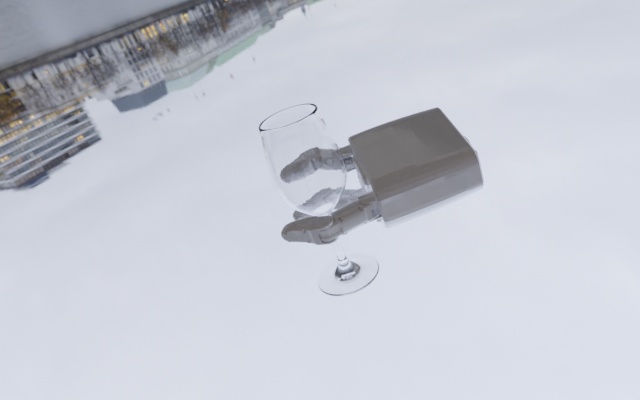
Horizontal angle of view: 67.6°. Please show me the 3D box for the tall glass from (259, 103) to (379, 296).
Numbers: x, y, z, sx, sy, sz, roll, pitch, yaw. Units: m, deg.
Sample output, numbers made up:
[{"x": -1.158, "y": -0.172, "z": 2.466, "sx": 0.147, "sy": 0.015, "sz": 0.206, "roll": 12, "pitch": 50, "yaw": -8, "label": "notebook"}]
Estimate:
[{"x": 0.000, "y": 0.002, "z": 0.509, "sx": 0.079, "sy": 0.201, "sz": 0.079, "roll": -17, "pitch": 26, "yaw": 9, "label": "tall glass"}]
